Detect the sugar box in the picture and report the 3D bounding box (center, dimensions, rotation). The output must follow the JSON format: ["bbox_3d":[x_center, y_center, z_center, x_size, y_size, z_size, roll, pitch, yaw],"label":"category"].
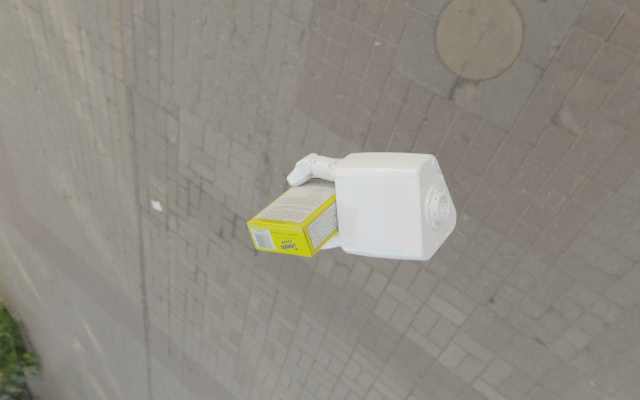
[{"bbox_3d":[0.000,0.003,0.602,0.093,0.048,0.176,4,29,40],"label":"sugar box"}]
